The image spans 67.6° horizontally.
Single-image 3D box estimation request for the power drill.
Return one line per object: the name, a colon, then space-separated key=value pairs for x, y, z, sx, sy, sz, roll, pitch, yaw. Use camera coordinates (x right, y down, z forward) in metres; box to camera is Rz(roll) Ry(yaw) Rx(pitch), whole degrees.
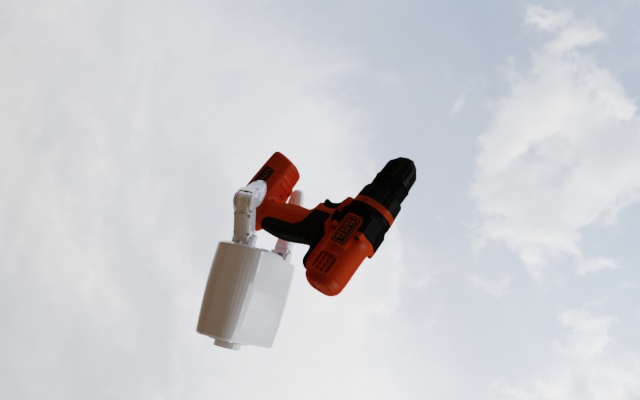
power drill: x=0.000 y=0.002 z=0.569 sx=0.187 sy=0.184 sz=0.057 roll=23 pitch=-24 yaw=38
